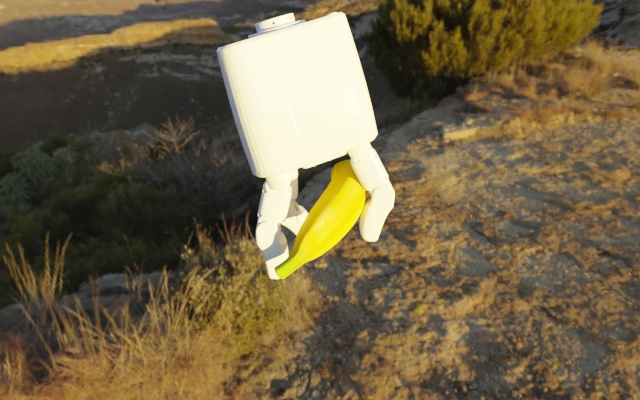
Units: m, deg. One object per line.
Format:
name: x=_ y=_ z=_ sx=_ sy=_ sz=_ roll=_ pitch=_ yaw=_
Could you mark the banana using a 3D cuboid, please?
banana: x=0.014 y=-0.003 z=0.456 sx=0.069 sy=0.037 sz=0.197 roll=-21 pitch=18 yaw=29
